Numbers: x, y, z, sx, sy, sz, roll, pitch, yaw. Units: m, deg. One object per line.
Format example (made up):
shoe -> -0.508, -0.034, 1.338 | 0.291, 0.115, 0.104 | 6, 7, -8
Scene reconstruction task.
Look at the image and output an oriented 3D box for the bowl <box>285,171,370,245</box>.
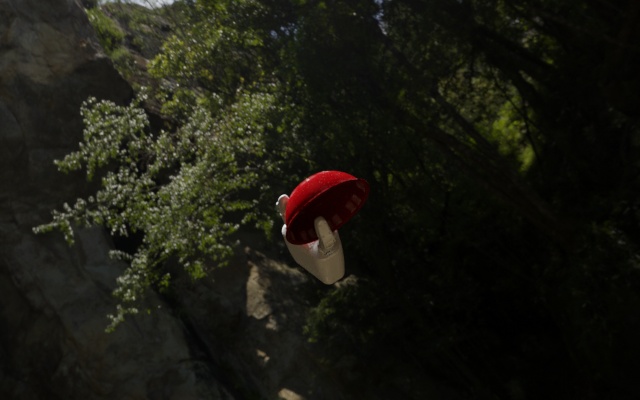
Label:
bowl -> 0.000, 0.001, 0.786 | 0.162, 0.055, 0.162 | -29, -25, -15
